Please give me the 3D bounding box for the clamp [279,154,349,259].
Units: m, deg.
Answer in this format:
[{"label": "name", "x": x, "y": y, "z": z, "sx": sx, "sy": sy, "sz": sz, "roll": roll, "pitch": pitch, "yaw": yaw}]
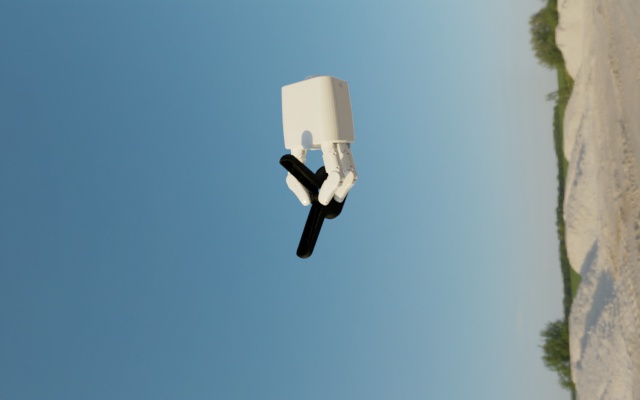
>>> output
[{"label": "clamp", "x": 0.000, "y": 0.002, "z": 0.813, "sx": 0.036, "sy": 0.164, "sz": 0.210, "roll": -4, "pitch": 3, "yaw": 27}]
